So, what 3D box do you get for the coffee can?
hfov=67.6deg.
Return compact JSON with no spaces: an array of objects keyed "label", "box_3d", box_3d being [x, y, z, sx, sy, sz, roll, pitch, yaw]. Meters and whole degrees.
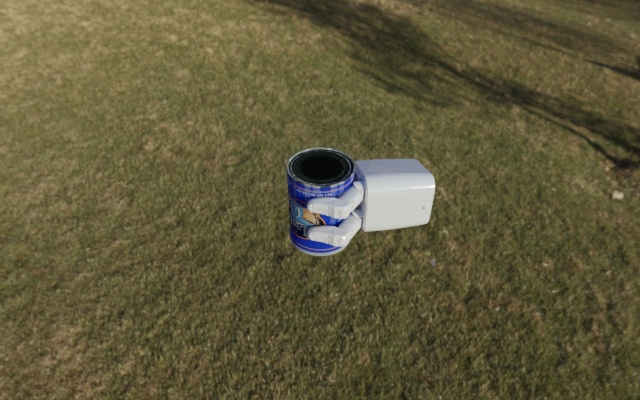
[{"label":"coffee can","box_3d":[0.000,0.003,0.751,0.103,0.140,0.102,0,39,0]}]
